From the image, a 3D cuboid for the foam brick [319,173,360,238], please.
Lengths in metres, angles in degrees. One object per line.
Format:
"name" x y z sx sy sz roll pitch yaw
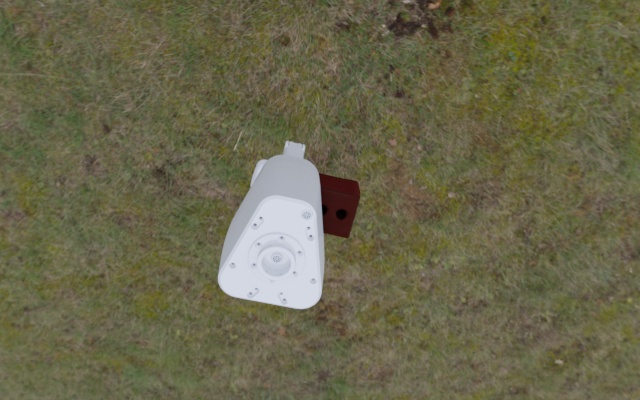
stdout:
"foam brick" 0.000 0.002 0.529 0.078 0.053 0.051 12 21 -7
